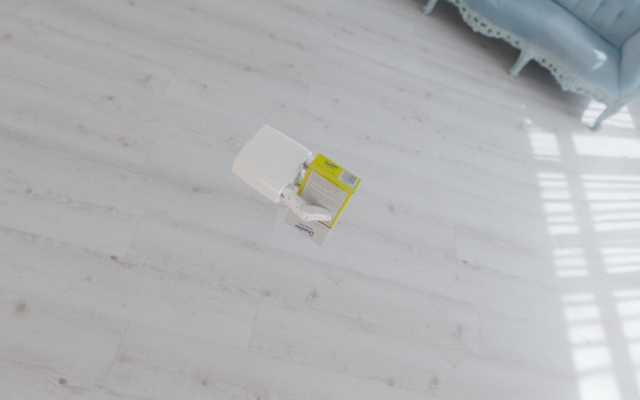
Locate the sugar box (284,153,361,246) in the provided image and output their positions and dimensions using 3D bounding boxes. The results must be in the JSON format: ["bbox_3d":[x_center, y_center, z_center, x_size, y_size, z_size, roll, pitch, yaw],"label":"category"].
[{"bbox_3d":[0.000,0.002,0.899,0.093,0.048,0.176,34,-40,4],"label":"sugar box"}]
